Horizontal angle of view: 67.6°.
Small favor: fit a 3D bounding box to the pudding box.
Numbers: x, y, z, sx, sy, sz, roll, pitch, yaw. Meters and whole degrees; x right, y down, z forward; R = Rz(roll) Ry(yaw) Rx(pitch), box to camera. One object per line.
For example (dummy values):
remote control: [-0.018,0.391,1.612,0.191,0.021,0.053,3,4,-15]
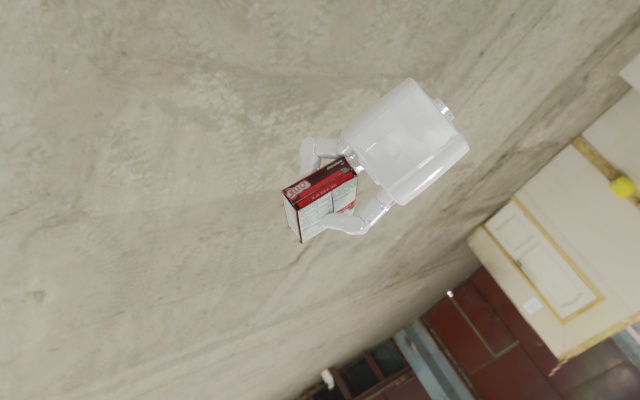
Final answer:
pudding box: [0.000,0.002,0.612,0.090,0.039,0.114,-30,-24,-13]
